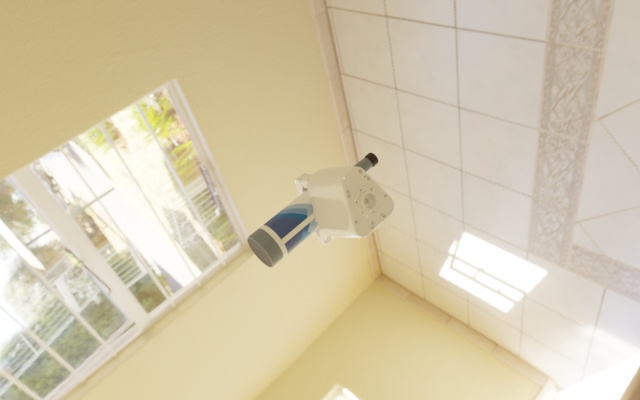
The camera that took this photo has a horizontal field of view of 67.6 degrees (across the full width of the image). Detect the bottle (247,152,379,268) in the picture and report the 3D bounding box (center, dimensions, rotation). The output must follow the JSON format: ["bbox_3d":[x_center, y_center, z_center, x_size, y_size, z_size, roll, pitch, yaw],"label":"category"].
[{"bbox_3d":[0.000,0.003,0.868,0.295,0.069,0.069,-40,19,-25],"label":"bottle"}]
